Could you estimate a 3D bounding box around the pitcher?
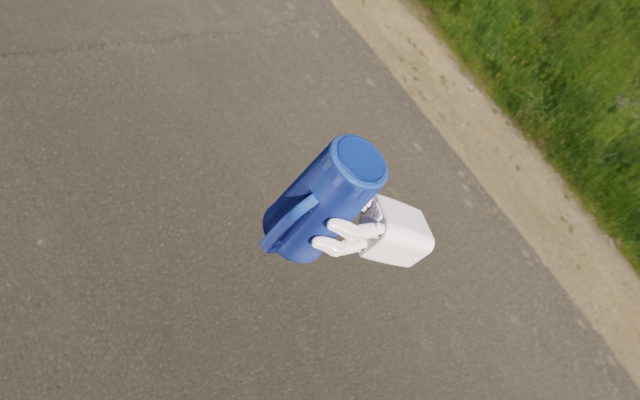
[{"bbox_3d":[0.000,0.003,0.817,0.145,0.149,0.243,19,-41,-22],"label":"pitcher"}]
